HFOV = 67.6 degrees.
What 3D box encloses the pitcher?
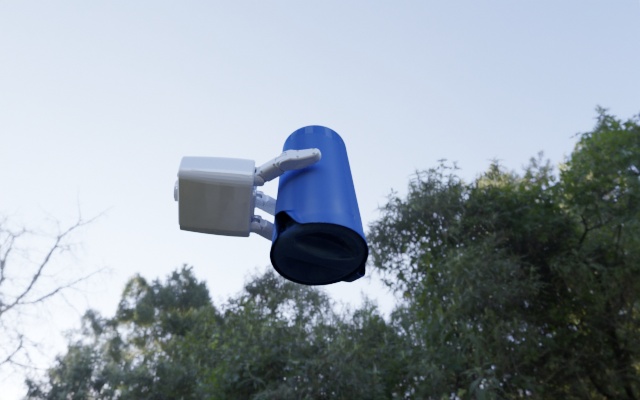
[{"bbox_3d":[0.000,0.002,0.724,0.145,0.149,0.242,3,44,-5],"label":"pitcher"}]
